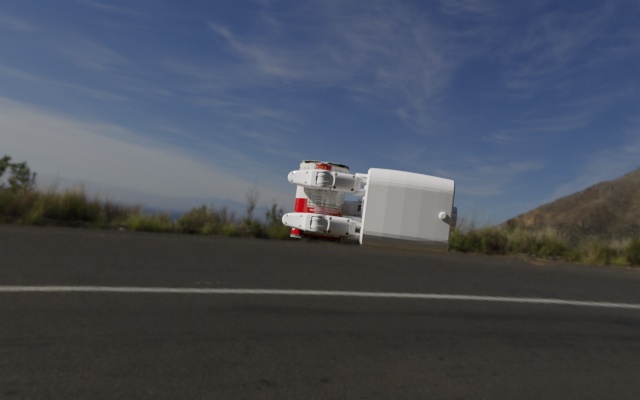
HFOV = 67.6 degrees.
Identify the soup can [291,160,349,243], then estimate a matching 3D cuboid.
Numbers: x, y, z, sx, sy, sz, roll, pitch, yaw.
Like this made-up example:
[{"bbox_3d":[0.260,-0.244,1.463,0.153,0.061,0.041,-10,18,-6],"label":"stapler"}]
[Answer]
[{"bbox_3d":[0.000,0.002,0.639,0.068,0.102,0.068,7,-3,0],"label":"soup can"}]
